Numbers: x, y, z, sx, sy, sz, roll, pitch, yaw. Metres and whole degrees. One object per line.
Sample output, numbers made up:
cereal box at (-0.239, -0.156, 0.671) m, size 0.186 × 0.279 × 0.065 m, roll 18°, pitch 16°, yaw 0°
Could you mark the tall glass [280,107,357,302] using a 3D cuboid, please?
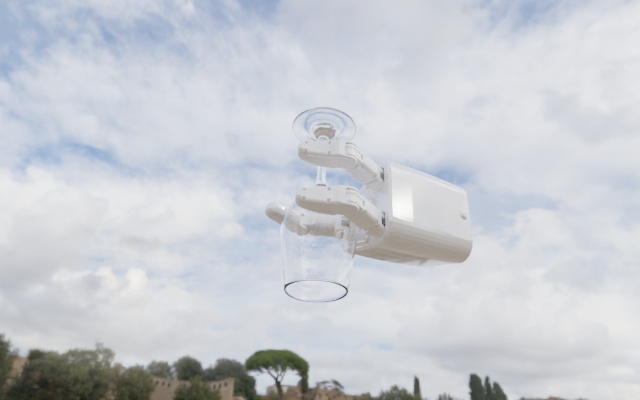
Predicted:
tall glass at (0.000, 0.001, 0.505) m, size 0.079 × 0.201 × 0.079 m, roll 2°, pitch -31°, yaw 1°
